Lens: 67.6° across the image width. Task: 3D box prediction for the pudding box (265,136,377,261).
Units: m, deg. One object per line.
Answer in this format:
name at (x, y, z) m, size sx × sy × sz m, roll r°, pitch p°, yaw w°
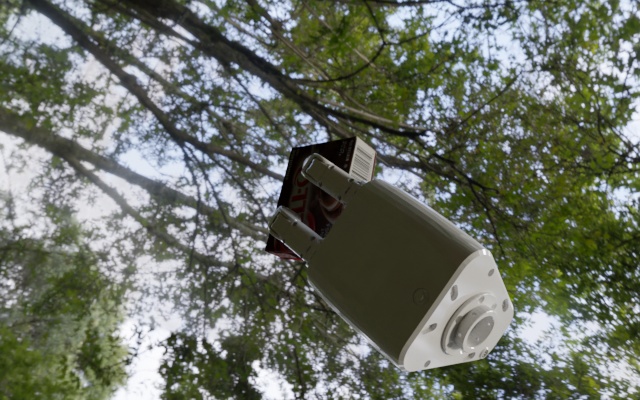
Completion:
pudding box at (0.000, 0.002, 0.450) m, size 0.090 × 0.113 × 0.039 m, roll -3°, pitch -25°, yaw 45°
